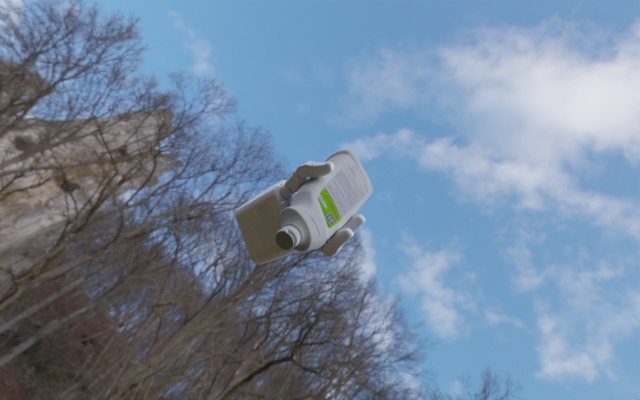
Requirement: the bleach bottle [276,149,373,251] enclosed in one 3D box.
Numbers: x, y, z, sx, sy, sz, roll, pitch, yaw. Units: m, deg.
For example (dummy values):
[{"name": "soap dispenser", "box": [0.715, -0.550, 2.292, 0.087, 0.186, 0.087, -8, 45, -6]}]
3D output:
[{"name": "bleach bottle", "box": [0.000, 0.003, 0.748, 0.068, 0.102, 0.250, -27, 7, 33]}]
